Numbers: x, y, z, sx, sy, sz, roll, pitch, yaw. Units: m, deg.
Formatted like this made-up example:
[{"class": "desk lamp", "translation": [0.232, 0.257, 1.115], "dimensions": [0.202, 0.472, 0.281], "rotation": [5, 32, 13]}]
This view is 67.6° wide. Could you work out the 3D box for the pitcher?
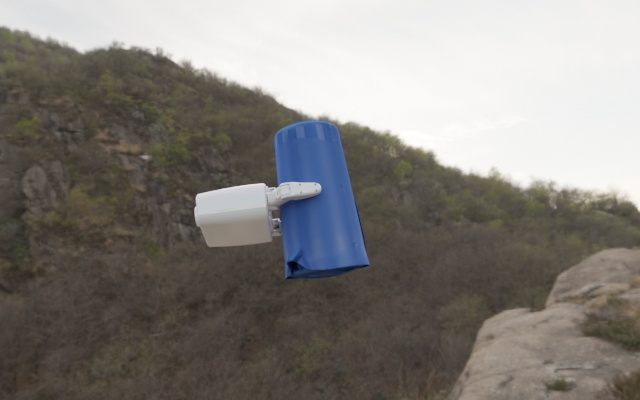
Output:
[{"class": "pitcher", "translation": [0.000, 0.003, 0.776], "dimensions": [0.145, 0.242, 0.149], "rotation": [-7, -12, -6]}]
